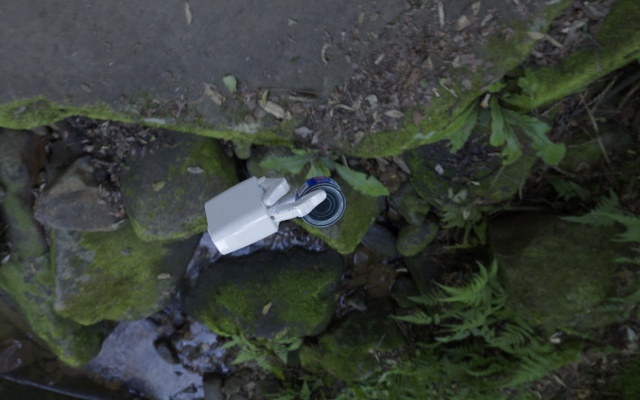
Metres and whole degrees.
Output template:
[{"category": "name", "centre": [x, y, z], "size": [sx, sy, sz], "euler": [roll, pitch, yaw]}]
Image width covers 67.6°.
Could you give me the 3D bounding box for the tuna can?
[{"category": "tuna can", "centre": [0.000, 0.003, 0.836], "size": [0.086, 0.086, 0.033], "euler": [0, 23, -13]}]
